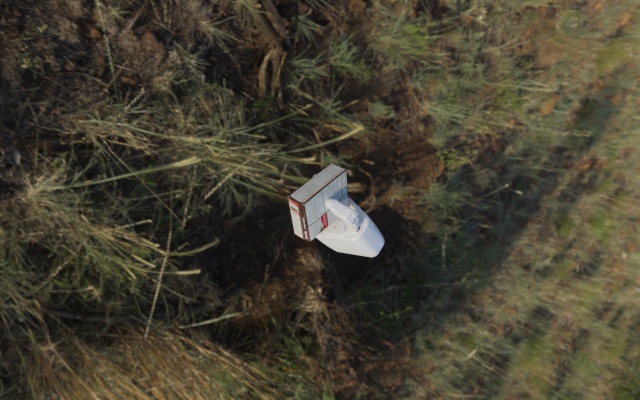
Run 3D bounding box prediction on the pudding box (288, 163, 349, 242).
[{"bbox_3d":[0.000,0.003,0.811,0.039,0.090,0.113,25,50,33],"label":"pudding box"}]
